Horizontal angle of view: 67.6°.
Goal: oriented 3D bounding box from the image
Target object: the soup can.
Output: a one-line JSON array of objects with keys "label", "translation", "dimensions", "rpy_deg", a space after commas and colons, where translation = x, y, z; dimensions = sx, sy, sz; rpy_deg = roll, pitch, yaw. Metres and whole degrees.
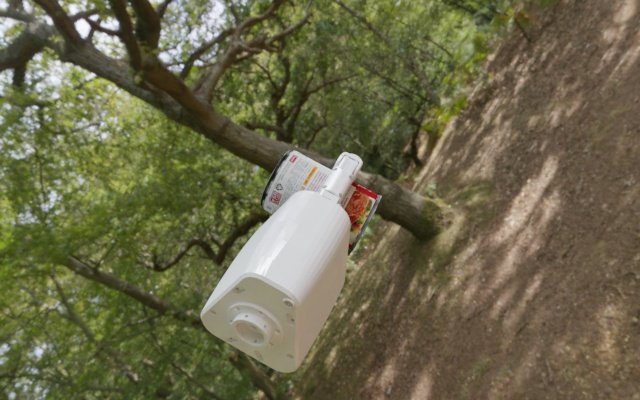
[{"label": "soup can", "translation": [0.000, 0.001, 0.477], "dimensions": [0.102, 0.068, 0.068], "rpy_deg": [28, 2, 4]}]
